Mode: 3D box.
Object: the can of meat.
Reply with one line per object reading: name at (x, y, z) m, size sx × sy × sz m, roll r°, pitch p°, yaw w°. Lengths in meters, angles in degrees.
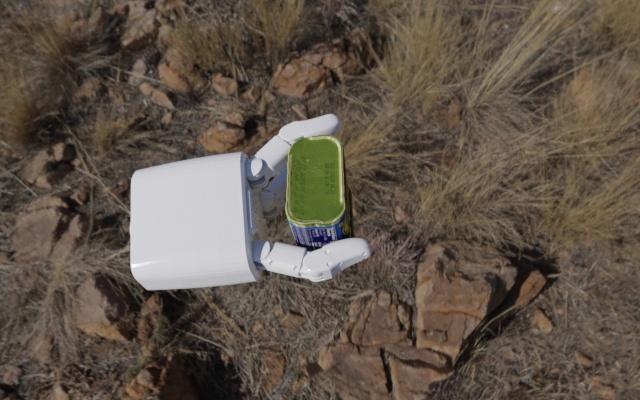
can of meat at (0.000, 0.001, 0.450) m, size 0.057 × 0.102 × 0.084 m, roll -5°, pitch -33°, yaw 5°
